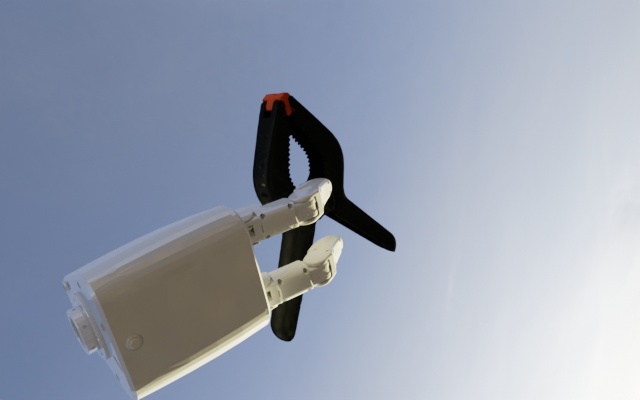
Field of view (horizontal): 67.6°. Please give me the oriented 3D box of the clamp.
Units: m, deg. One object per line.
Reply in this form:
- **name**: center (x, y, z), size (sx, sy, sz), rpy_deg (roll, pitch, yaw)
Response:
- **clamp**: center (-0.001, 0.001, 0.438), size (0.164, 0.210, 0.036), rpy_deg (-27, 23, -36)
